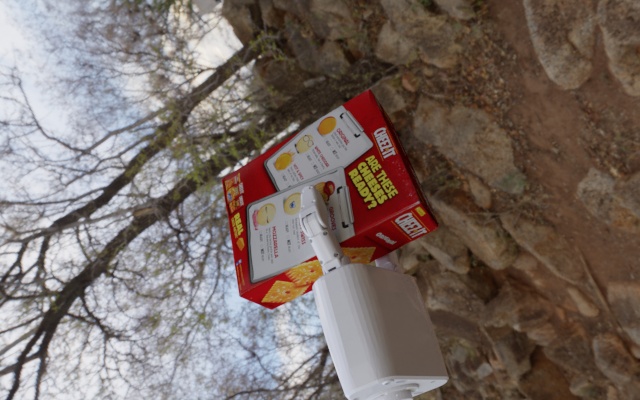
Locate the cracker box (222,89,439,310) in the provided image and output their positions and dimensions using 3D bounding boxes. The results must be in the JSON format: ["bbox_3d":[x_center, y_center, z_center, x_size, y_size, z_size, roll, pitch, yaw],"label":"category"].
[{"bbox_3d":[0.000,0.002,0.534,0.214,0.164,0.072,-29,-37,17],"label":"cracker box"}]
